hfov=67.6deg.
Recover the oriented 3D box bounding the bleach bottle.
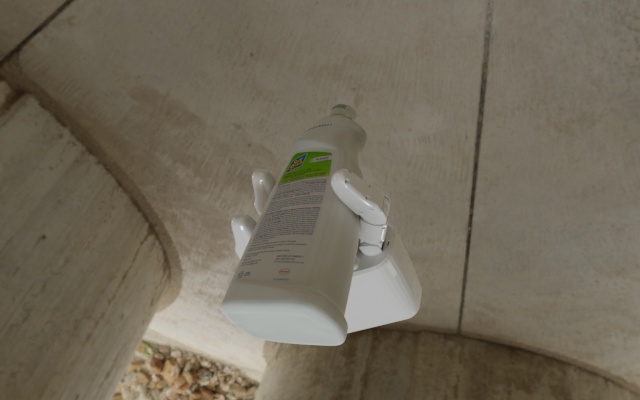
[{"bbox_3d":[0.000,0.001,0.440,0.102,0.250,0.068,-5,-42,29],"label":"bleach bottle"}]
